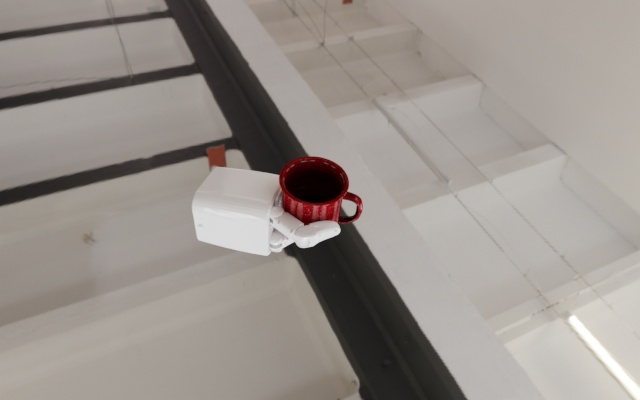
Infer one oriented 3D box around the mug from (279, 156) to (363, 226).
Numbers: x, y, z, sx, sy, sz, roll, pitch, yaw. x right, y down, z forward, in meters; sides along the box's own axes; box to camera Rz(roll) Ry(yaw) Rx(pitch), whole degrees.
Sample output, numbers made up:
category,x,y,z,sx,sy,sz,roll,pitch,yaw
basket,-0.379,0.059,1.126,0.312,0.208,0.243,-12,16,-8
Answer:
category,x,y,z,sx,sy,sz,roll,pitch,yaw
mug,0.002,0.003,0.657,0.117,0.093,0.082,11,-43,4
